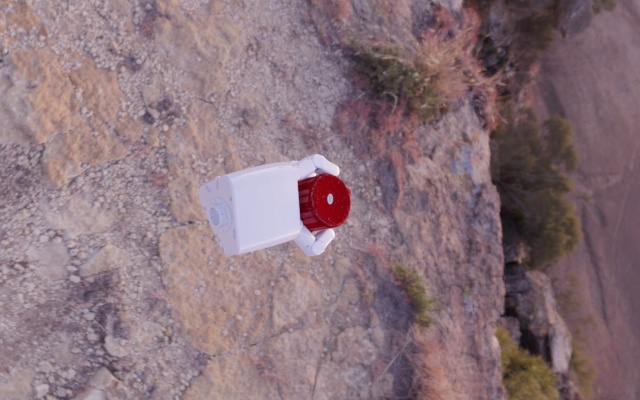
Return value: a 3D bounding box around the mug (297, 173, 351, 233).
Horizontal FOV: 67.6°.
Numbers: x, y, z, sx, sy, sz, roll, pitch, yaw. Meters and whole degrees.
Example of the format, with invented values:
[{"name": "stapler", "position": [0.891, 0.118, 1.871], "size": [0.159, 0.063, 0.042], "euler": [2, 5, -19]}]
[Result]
[{"name": "mug", "position": [0.001, 0.002, 0.736], "size": [0.117, 0.093, 0.081], "euler": [-17, 3, -41]}]
